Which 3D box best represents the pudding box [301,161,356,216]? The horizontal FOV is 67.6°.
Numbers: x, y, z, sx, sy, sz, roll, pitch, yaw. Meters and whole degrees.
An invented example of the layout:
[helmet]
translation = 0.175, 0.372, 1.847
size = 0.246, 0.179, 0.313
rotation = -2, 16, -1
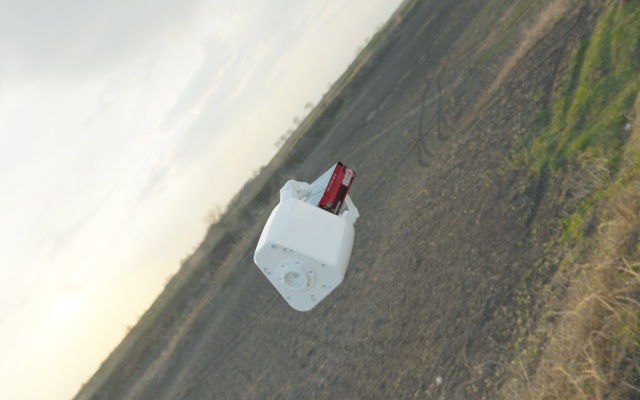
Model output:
[pudding box]
translation = 0.000, 0.002, 0.728
size = 0.039, 0.090, 0.113
rotation = 36, -33, -14
